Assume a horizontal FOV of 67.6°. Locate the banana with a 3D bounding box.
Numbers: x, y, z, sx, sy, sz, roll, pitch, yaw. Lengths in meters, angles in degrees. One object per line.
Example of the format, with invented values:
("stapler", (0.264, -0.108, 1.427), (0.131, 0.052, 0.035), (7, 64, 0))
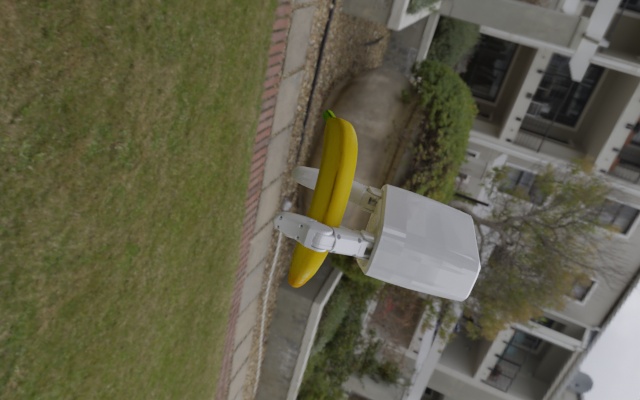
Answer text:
("banana", (0.006, -0.002, 0.497), (0.037, 0.198, 0.069), (15, -5, -14))
